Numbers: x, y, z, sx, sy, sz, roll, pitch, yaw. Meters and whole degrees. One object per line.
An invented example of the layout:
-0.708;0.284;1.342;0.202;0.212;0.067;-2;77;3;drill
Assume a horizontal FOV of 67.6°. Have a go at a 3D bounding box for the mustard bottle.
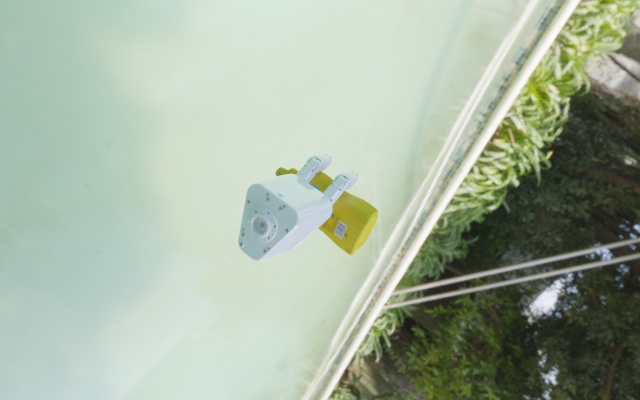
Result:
0.001;0.003;0.803;0.191;0.096;0.058;36;45;17;mustard bottle
